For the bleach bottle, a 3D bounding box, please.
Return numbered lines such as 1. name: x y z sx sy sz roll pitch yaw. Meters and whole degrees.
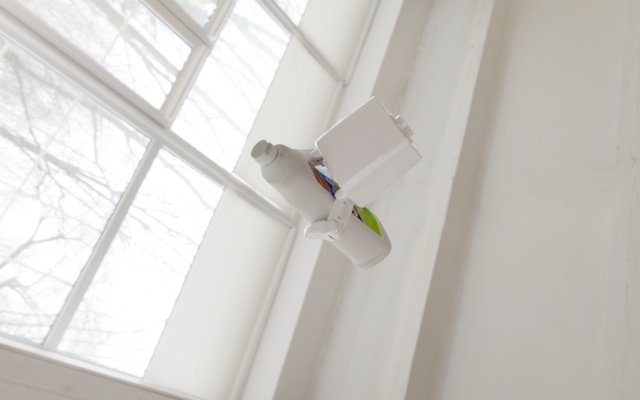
1. bleach bottle: 0.000 0.002 0.671 0.068 0.102 0.251 -38 -49 15
